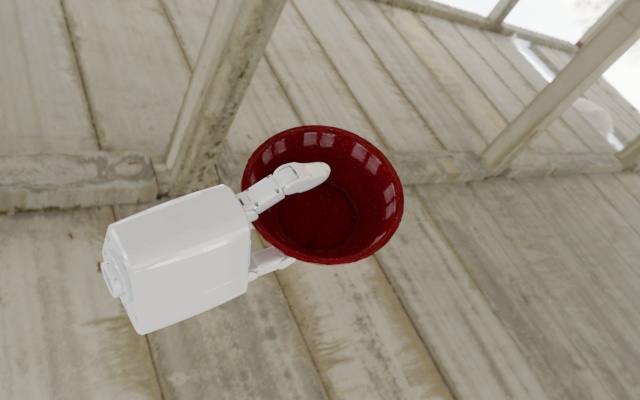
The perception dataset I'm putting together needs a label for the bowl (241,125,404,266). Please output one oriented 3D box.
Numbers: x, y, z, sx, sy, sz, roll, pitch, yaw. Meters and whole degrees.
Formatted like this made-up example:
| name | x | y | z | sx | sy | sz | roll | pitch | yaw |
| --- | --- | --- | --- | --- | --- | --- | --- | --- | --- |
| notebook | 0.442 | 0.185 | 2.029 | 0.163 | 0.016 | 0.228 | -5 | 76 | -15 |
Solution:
| name | x | y | z | sx | sy | sz | roll | pitch | yaw |
| --- | --- | --- | --- | --- | --- | --- | --- | --- | --- |
| bowl | 0.001 | 0.002 | 0.490 | 0.162 | 0.162 | 0.055 | 0 | -31 | -9 |
